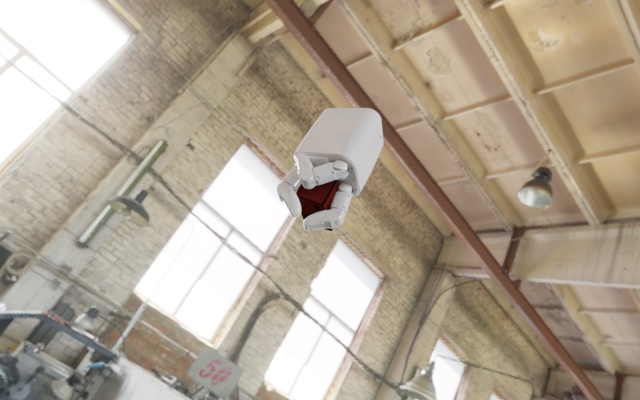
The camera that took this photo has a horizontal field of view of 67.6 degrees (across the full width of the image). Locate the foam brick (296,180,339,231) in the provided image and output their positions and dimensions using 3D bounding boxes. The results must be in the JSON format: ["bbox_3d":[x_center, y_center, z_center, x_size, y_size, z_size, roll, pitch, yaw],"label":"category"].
[{"bbox_3d":[0.000,0.003,0.749,0.053,0.051,0.078,17,-29,22],"label":"foam brick"}]
